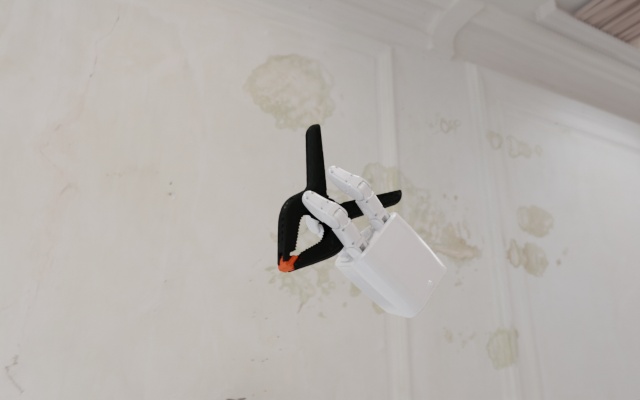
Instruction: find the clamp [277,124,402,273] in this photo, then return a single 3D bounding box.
[{"bbox_3d":[0.000,0.003,0.628,0.210,0.164,0.036,-48,2,-32],"label":"clamp"}]
